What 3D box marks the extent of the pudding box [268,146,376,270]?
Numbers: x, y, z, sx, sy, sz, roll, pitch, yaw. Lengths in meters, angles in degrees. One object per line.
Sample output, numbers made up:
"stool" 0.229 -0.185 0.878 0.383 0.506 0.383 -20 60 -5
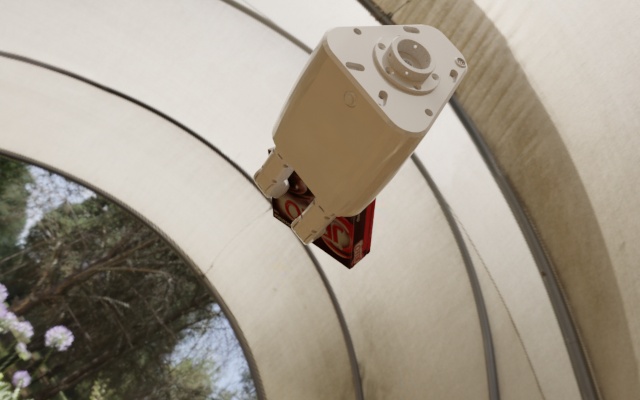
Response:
"pudding box" 0.000 0.001 0.466 0.039 0.090 0.113 -32 50 -33
